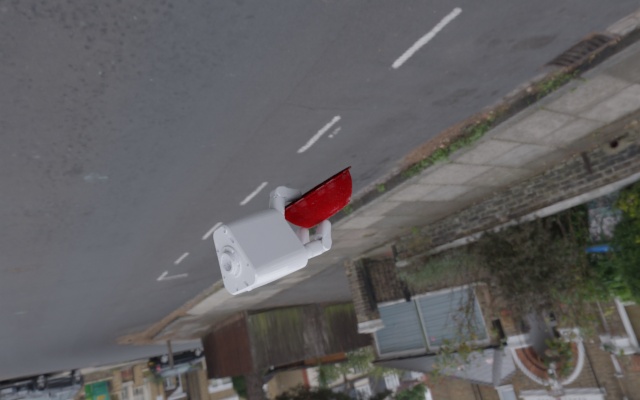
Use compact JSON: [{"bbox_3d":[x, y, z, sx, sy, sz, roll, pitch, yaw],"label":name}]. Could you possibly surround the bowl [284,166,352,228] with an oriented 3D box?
[{"bbox_3d":[0.001,0.003,0.862,0.162,0.055,0.162,-33,4,2],"label":"bowl"}]
